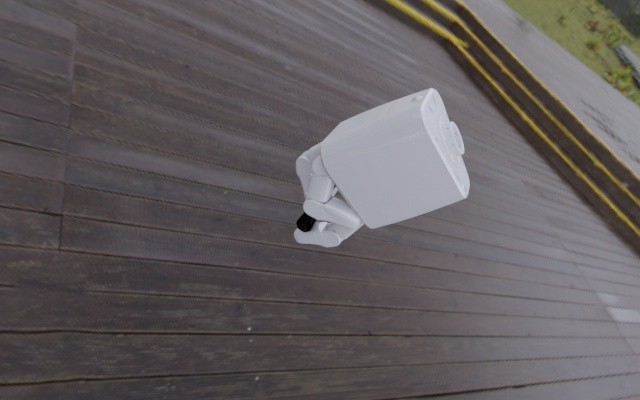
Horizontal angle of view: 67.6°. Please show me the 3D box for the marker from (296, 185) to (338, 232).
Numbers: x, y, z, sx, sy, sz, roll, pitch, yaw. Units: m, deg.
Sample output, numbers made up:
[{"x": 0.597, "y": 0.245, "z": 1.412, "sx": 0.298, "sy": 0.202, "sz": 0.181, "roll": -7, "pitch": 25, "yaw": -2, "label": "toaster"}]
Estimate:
[{"x": 0.000, "y": 0.002, "z": 0.571, "sx": 0.020, "sy": 0.020, "sz": 0.121, "roll": 0, "pitch": 27, "yaw": 22, "label": "marker"}]
